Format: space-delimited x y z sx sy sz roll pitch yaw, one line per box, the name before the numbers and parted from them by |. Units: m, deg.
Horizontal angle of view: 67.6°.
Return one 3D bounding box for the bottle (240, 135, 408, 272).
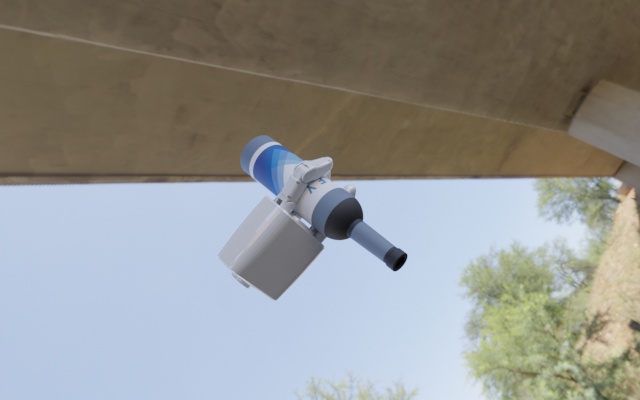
bottle | 0.000 0.002 0.663 0.295 0.069 0.069 37 23 34
